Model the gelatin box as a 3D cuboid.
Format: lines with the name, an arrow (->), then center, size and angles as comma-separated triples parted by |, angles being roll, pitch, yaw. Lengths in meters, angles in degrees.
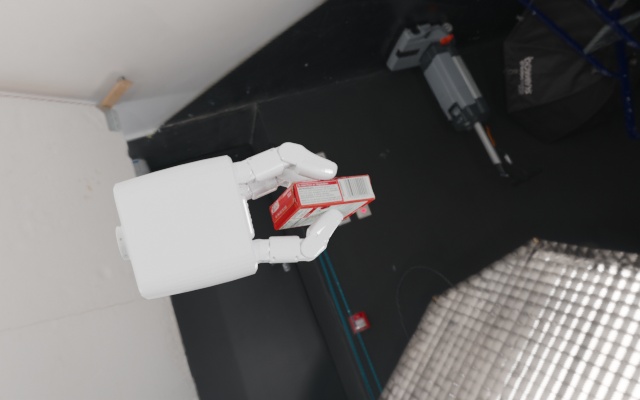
gelatin box -> 0.000, 0.002, 0.499 | 0.089, 0.030, 0.073 | -7, -16, -26
